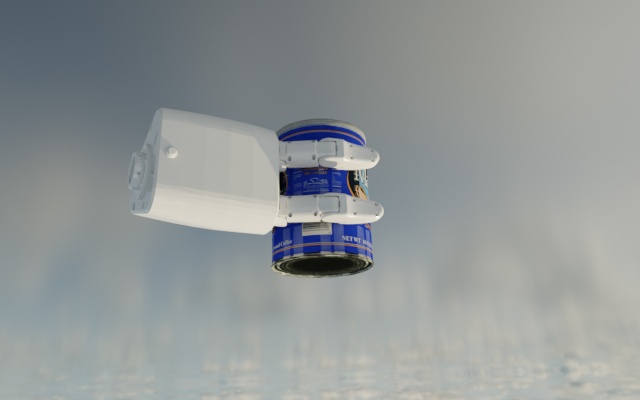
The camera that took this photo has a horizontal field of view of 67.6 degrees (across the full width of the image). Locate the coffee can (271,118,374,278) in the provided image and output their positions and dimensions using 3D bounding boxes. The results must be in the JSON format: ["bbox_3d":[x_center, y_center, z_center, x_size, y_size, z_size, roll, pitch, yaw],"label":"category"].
[{"bbox_3d":[0.000,0.002,0.497,0.103,0.140,0.103,-2,-20,-1],"label":"coffee can"}]
